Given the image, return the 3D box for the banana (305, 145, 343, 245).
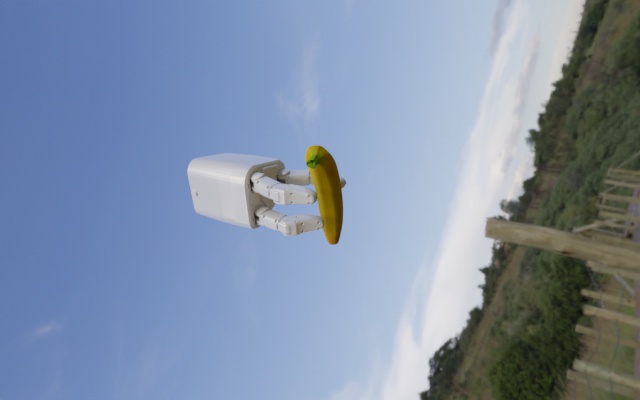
[{"bbox_3d":[0.005,-0.015,0.669,0.037,0.069,0.198,8,-33,19],"label":"banana"}]
